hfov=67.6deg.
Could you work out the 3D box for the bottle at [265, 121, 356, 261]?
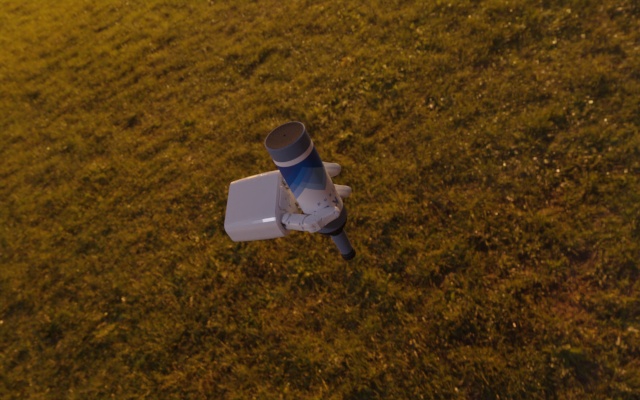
[{"bbox_3d":[0.000,0.002,0.806,0.069,0.069,0.296,0,-43,30],"label":"bottle"}]
